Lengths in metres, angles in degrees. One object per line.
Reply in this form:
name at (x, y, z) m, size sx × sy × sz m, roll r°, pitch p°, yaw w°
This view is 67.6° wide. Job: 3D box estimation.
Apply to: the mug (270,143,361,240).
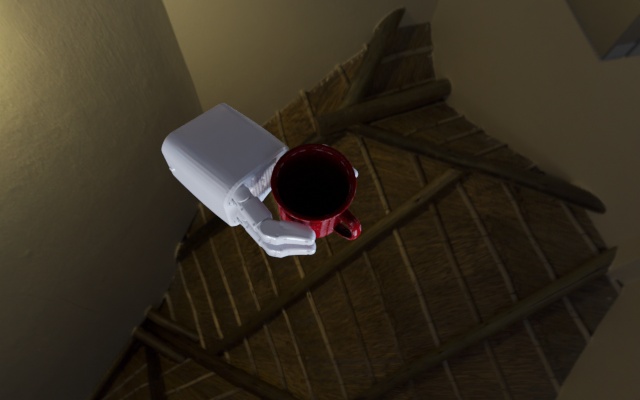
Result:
mug at (0.001, 0.003, 0.548) m, size 0.117 × 0.093 × 0.081 m, roll 39°, pitch -19°, yaw 13°
